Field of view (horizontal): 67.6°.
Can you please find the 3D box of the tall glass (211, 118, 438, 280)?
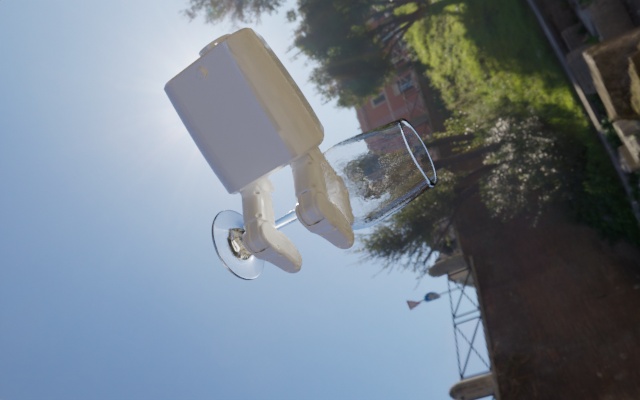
[{"bbox_3d":[0.000,0.002,0.429,0.201,0.079,0.079,-27,-12,24],"label":"tall glass"}]
